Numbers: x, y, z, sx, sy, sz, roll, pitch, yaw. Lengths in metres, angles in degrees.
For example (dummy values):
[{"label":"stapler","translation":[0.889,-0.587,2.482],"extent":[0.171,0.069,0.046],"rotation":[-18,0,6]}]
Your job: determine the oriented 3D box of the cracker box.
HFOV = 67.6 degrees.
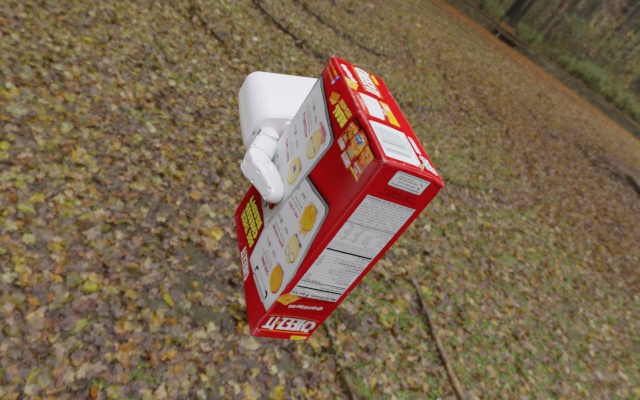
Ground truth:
[{"label":"cracker box","translation":[0.000,0.001,0.446],"extent":[0.072,0.214,0.164],"rotation":[17,35,-29]}]
